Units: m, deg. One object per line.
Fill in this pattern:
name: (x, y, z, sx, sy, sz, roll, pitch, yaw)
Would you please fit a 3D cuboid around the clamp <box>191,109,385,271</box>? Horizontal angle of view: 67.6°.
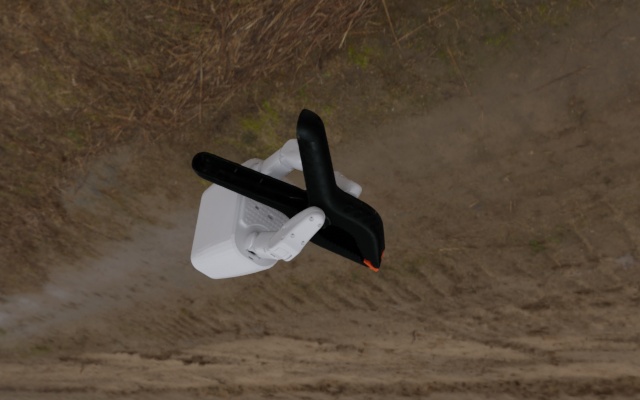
clamp: (0.000, 0.002, 0.442, 0.210, 0.036, 0.164, 37, -32, -26)
